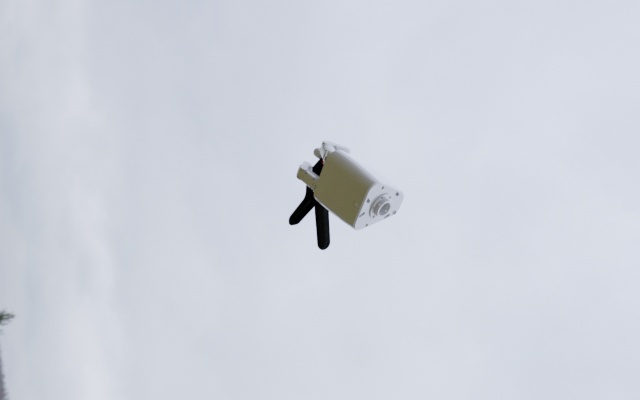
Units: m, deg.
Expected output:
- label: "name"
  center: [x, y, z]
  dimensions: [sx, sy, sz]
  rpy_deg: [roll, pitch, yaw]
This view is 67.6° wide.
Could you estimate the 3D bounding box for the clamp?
- label: "clamp"
  center: [0.001, 0.003, 0.885]
  dimensions: [0.039, 0.171, 0.120]
  rpy_deg: [-4, 34, -43]
